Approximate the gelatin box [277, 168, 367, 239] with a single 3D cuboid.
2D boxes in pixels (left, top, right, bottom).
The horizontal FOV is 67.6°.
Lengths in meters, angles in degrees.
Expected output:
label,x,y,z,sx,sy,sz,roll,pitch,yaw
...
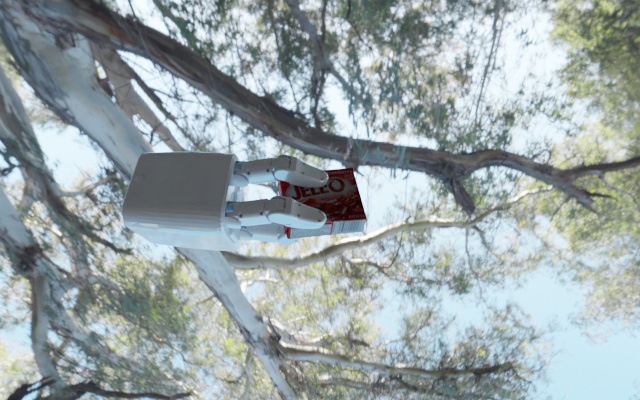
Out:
label,x,y,z,sx,sy,sz,roll,pitch,yaw
gelatin box,0.000,0.002,0.533,0.089,0.073,0.030,-5,-36,-11
